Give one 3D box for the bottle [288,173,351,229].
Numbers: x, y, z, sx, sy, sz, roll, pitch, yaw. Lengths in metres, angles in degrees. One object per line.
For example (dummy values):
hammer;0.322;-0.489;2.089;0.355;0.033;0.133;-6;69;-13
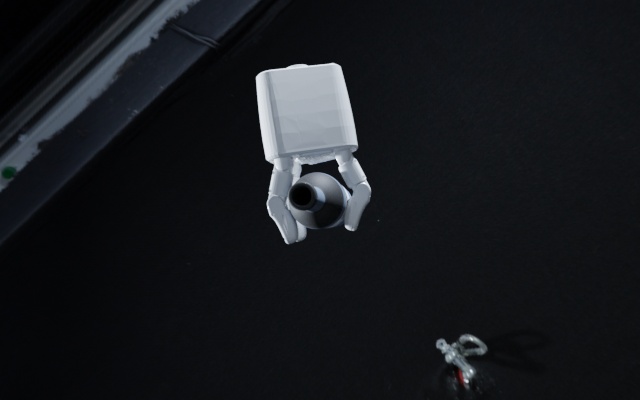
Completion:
bottle;0.000;0.002;0.596;0.069;0.069;0.296;0;-2;7
